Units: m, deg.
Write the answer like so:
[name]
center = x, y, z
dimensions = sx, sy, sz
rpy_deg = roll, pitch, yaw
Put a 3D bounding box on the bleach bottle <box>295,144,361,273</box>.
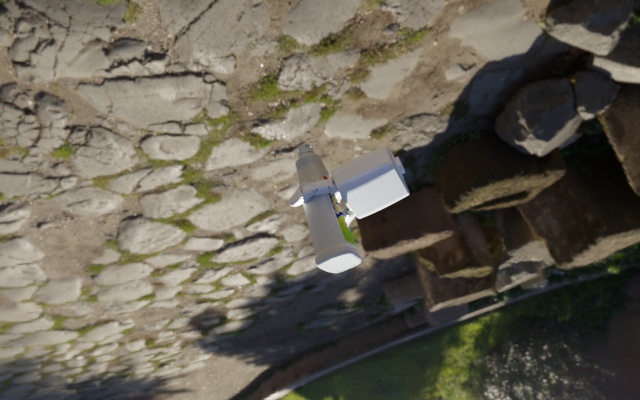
[bleach bottle]
center = 0.000, 0.003, 0.878
dimensions = 0.068, 0.250, 0.102
rpy_deg = -25, -25, 14
